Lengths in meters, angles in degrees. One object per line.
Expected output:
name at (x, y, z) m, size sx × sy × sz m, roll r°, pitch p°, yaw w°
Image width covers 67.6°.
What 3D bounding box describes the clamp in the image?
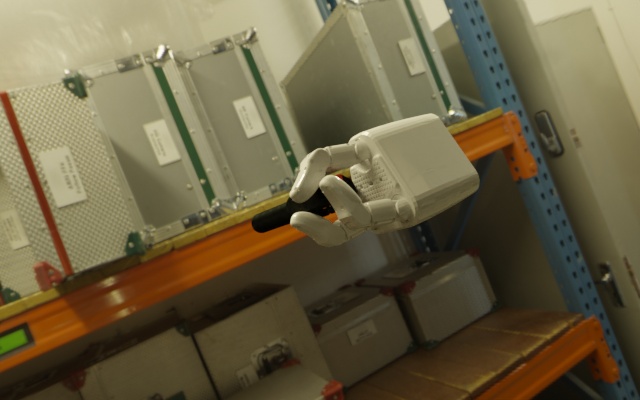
clamp at (0.000, 0.001, 0.554) m, size 0.120 × 0.039 × 0.171 m, roll -21°, pitch -1°, yaw -31°
